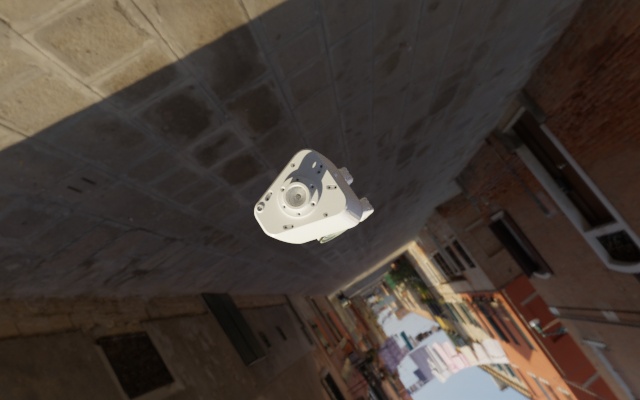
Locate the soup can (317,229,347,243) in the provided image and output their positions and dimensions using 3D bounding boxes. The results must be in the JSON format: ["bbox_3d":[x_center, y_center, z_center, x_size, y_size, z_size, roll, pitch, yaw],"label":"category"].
[{"bbox_3d":[0.000,0.003,0.703,0.068,0.102,0.068,-32,-13,-8],"label":"soup can"}]
